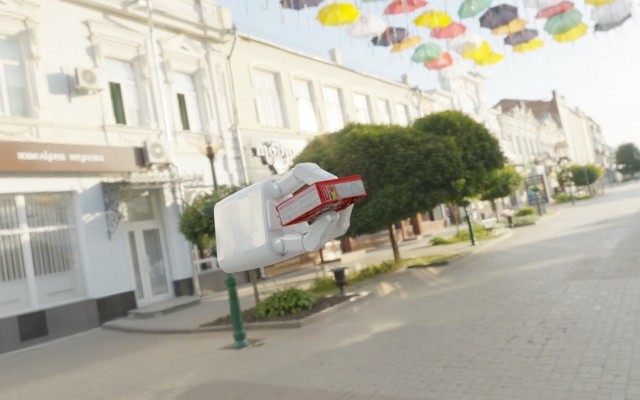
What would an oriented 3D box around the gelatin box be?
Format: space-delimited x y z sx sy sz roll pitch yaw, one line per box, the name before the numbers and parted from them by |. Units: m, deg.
gelatin box | 0.000 0.001 0.577 0.073 0.030 0.089 -10 -14 -41
